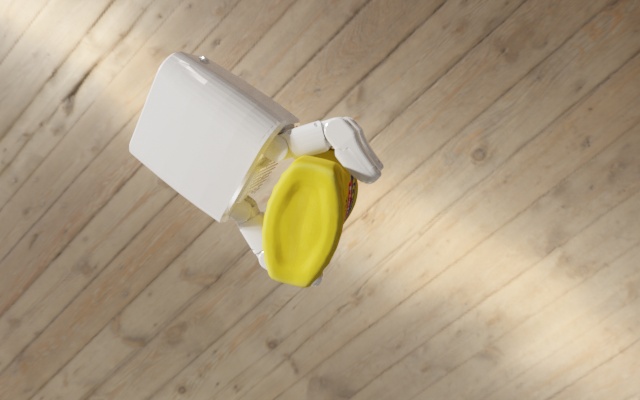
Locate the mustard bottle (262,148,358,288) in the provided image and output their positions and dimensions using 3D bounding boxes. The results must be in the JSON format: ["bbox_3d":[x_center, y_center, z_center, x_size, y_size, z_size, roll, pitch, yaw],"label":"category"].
[{"bbox_3d":[0.000,0.002,0.433,0.058,0.096,0.191,12,13,6],"label":"mustard bottle"}]
